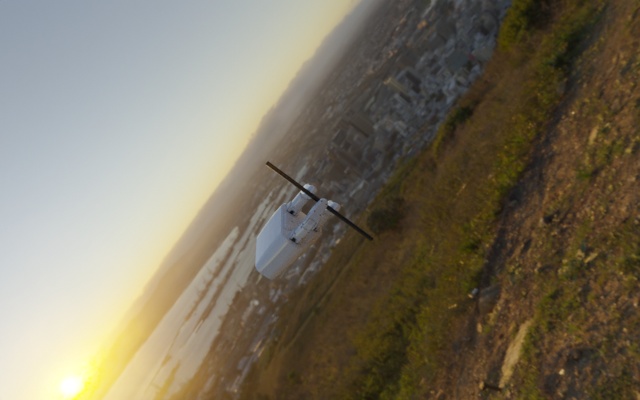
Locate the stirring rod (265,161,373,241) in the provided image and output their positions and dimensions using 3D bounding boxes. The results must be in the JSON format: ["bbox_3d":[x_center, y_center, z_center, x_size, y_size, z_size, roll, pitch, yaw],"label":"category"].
[{"bbox_3d":[0.000,0.003,0.867,0.239,0.011,0.011,36,-7,-10],"label":"stirring rod"}]
